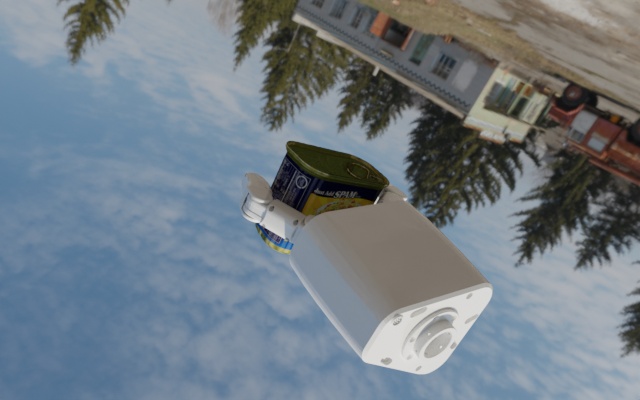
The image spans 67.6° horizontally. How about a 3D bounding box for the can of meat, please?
[{"bbox_3d":[0.000,0.002,0.434,0.102,0.084,0.057,7,28,-41],"label":"can of meat"}]
